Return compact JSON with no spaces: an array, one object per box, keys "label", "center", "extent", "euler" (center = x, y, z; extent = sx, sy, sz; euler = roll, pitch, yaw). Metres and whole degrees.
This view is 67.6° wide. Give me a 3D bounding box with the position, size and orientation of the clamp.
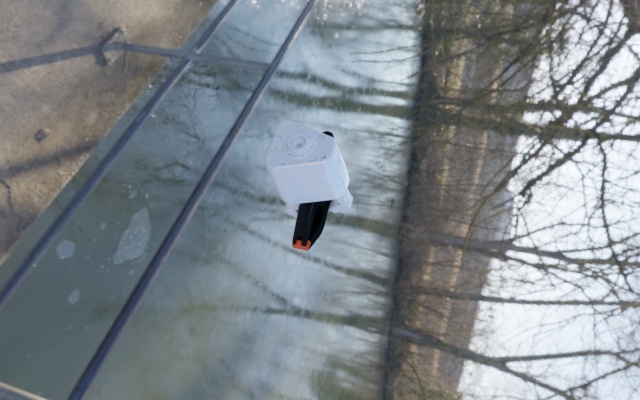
[{"label":"clamp","center":[0.001,0.003,0.870],"extent":[0.036,0.210,0.165],"euler":[9,-27,20]}]
